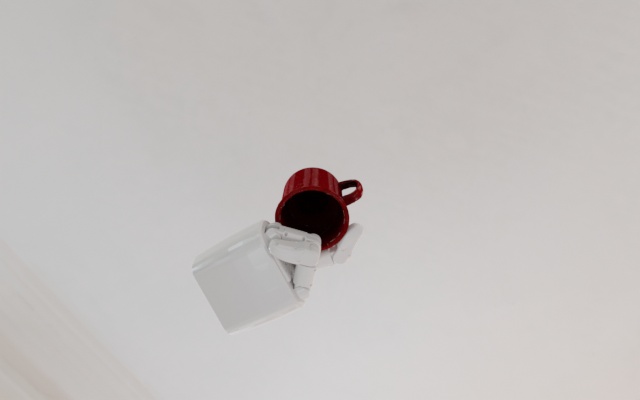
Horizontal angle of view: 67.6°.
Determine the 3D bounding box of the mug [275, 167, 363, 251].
[{"bbox_3d":[0.001,0.001,0.624,0.117,0.093,0.081,-25,24,11],"label":"mug"}]
